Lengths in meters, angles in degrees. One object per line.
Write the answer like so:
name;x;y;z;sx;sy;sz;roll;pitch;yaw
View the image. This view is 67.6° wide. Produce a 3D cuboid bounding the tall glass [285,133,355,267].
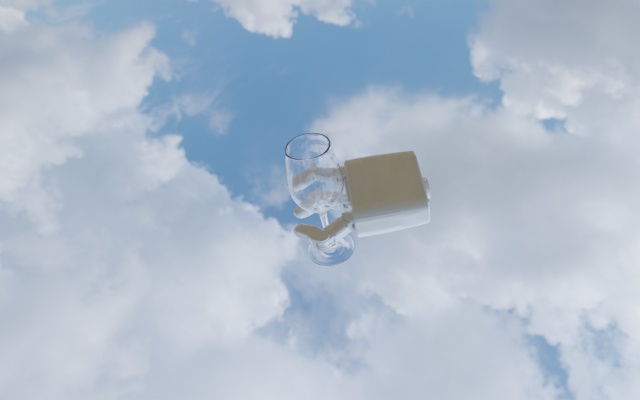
tall glass;0.000;0.003;0.690;0.079;0.201;0.079;-8;41;7
